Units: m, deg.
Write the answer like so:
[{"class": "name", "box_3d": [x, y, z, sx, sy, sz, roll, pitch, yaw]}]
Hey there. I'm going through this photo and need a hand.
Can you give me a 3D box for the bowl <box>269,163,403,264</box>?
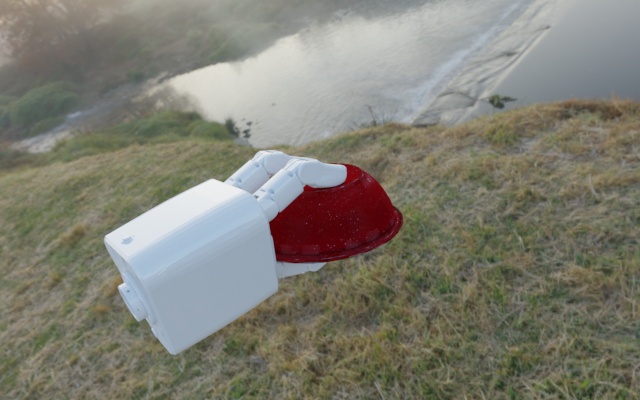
[{"class": "bowl", "box_3d": [0.001, 0.001, 0.481, 0.162, 0.055, 0.162, -7, 20, 2]}]
